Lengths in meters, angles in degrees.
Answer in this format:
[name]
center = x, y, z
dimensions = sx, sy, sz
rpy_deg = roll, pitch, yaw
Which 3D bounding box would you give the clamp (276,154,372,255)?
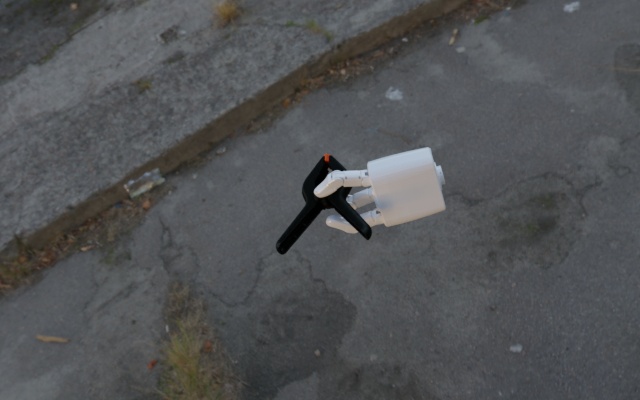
[clamp]
center = 0.000, 0.002, 0.833
dimensions = 0.164, 0.209, 0.036
rpy_deg = -16, -45, 13
